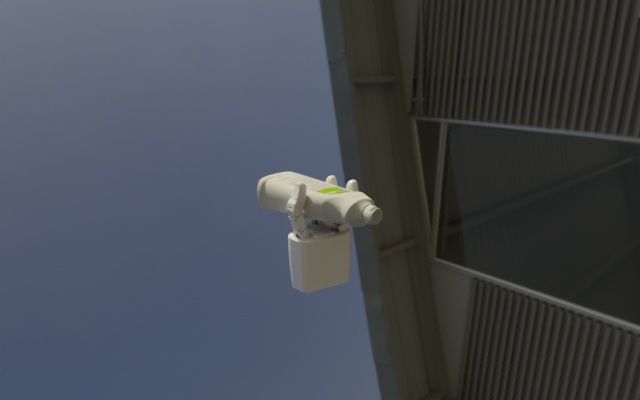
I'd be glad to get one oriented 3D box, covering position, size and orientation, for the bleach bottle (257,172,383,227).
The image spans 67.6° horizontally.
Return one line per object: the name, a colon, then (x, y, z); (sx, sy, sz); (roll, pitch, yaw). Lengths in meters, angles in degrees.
bleach bottle: (0.000, 0.003, 0.865); (0.102, 0.068, 0.251); (-18, 25, -41)
